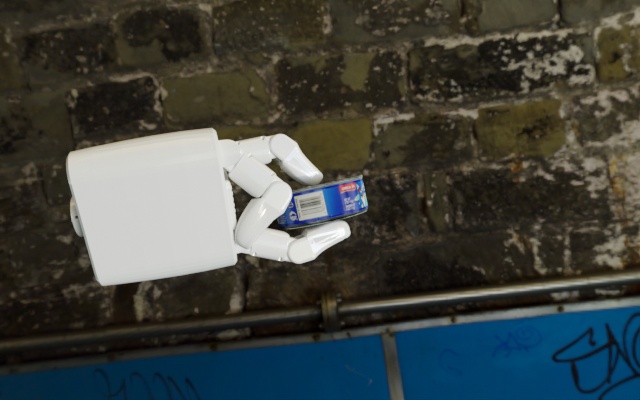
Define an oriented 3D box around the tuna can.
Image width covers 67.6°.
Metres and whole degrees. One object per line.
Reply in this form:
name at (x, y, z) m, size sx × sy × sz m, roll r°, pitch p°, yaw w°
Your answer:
tuna can at (0.000, 0.002, 0.442) m, size 0.086 × 0.034 × 0.086 m, roll -12°, pitch 2°, yaw 0°
